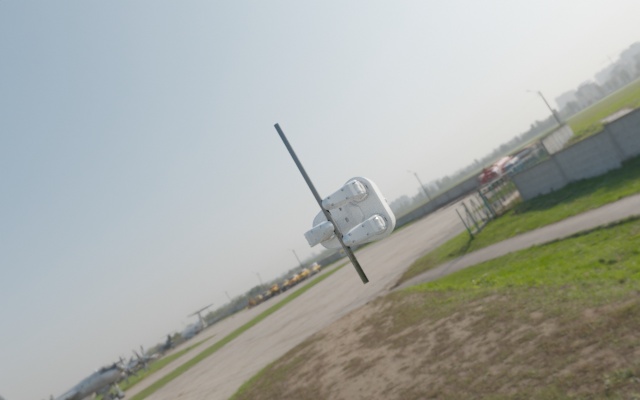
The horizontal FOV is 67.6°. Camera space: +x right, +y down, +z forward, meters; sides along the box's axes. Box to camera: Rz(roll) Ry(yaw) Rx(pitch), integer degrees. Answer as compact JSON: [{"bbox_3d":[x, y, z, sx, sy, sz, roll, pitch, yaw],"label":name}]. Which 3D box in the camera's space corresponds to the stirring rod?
[{"bbox_3d":[0.000,0.002,0.625,0.011,0.239,0.011,-29,-6,-3],"label":"stirring rod"}]
